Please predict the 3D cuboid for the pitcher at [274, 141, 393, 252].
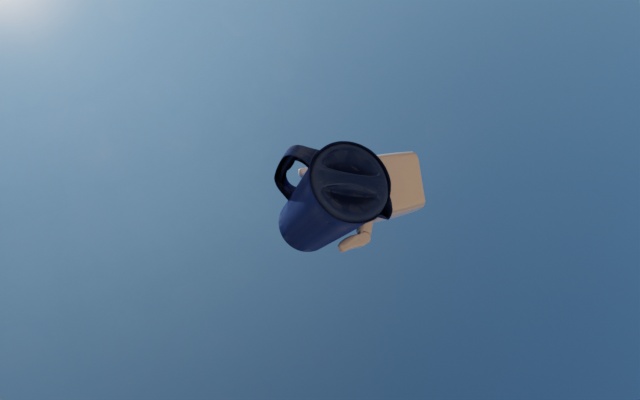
[{"bbox_3d":[0.000,0.003,0.810,0.145,0.149,0.243,-11,-15,-24],"label":"pitcher"}]
